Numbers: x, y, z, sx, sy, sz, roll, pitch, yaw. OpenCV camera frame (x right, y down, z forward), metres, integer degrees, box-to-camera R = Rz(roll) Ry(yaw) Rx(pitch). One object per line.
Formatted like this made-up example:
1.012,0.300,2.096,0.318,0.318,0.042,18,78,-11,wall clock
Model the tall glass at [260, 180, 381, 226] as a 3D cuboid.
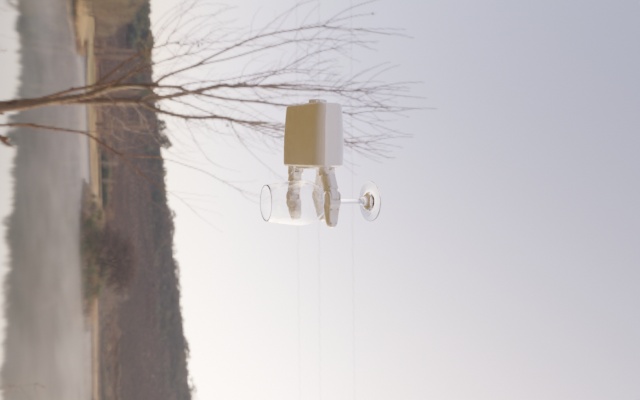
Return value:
0.001,0.003,0.825,0.201,0.079,0.079,-1,1,-25,tall glass
